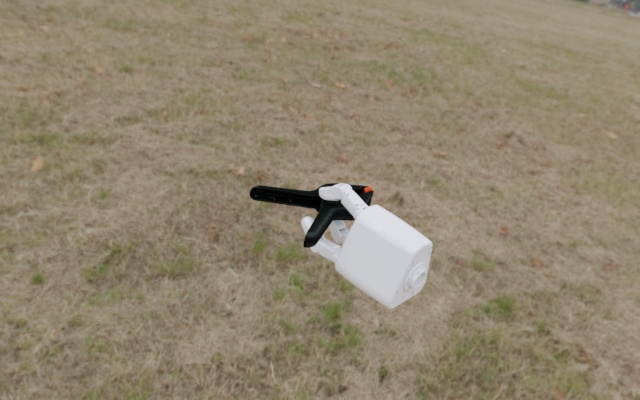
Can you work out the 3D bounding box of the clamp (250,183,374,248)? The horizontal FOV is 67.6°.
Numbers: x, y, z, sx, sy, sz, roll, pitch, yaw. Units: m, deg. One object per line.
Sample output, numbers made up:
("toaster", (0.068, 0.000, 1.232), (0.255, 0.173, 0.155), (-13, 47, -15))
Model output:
("clamp", (0.001, 0.002, 0.785), (0.210, 0.036, 0.164), (-18, 41, -42))
